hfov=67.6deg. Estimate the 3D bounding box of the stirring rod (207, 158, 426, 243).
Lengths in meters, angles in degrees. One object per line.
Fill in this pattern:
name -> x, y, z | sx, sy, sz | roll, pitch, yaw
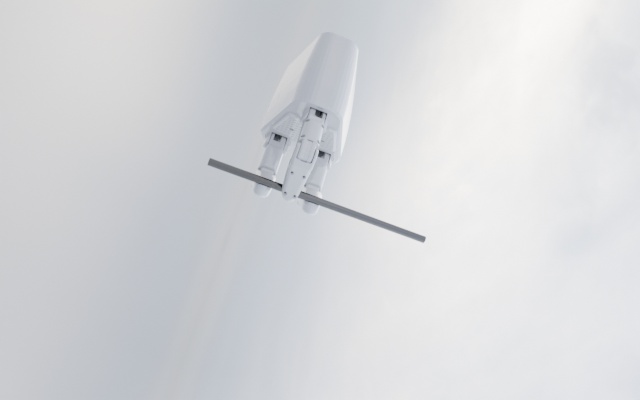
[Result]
stirring rod -> 0.000, 0.002, 0.496 | 0.239, 0.011, 0.011 | 20, -3, -9
